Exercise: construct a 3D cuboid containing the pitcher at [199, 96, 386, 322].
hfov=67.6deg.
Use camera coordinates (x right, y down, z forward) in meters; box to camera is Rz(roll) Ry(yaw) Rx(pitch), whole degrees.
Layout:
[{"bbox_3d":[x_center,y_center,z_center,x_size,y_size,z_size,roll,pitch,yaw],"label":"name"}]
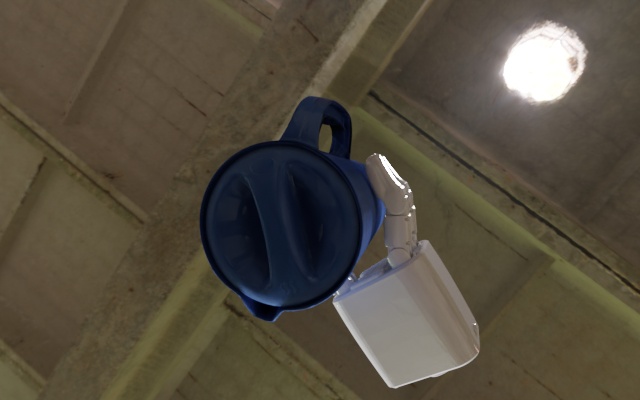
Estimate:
[{"bbox_3d":[0.000,0.002,0.473,0.149,0.145,0.243,-33,-4,16],"label":"pitcher"}]
